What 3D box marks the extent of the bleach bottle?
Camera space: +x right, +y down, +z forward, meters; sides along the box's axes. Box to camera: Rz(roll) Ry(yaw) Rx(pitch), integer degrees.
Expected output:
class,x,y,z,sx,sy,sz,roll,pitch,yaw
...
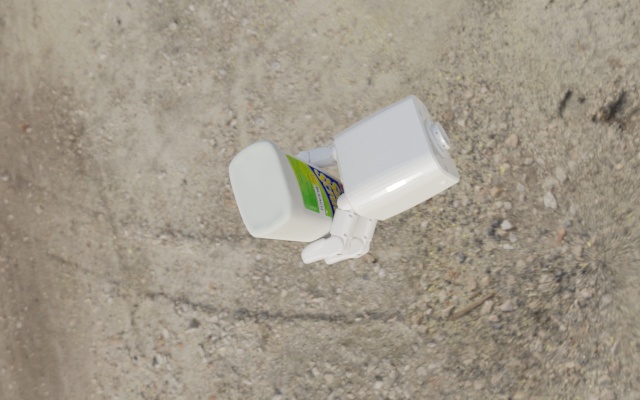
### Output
class,x,y,z,sx,sy,sz,roll,pitch,yaw
bleach bottle,0.000,0.002,0.593,0.068,0.102,0.251,-28,-19,25
